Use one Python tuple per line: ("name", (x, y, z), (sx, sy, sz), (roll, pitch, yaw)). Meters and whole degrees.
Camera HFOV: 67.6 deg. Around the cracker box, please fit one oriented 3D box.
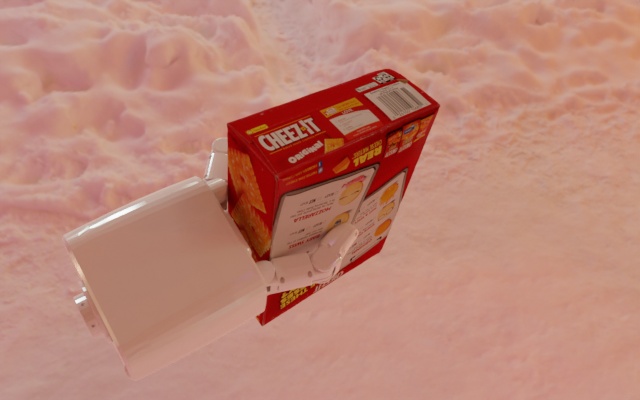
("cracker box", (0.000, 0.001, 0.436), (0.164, 0.072, 0.214), (-27, -31, -29))
